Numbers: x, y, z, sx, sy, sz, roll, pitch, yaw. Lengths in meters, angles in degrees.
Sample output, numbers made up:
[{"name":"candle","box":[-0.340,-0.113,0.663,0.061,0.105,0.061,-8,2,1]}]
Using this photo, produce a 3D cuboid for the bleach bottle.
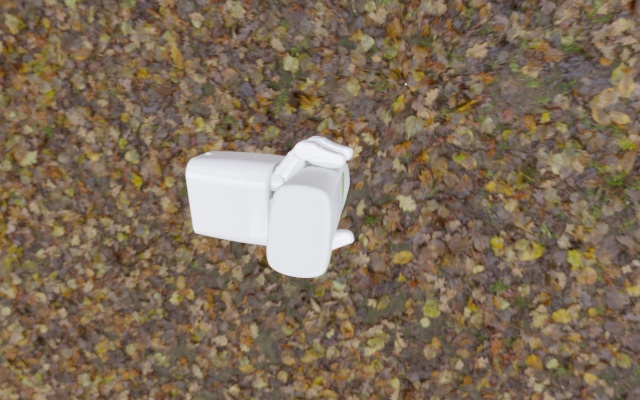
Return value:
[{"name":"bleach bottle","box":[0.000,0.002,0.598,0.068,0.102,0.250,8,15,9]}]
